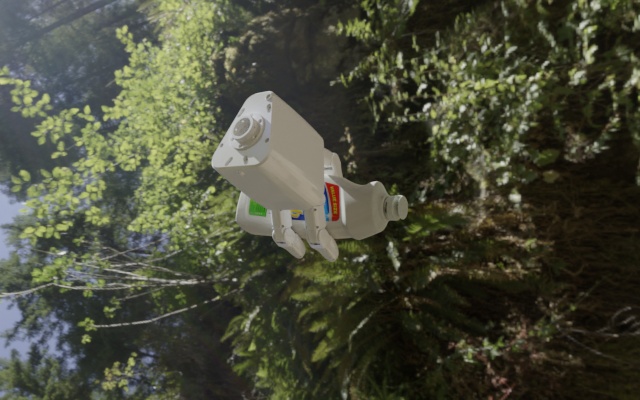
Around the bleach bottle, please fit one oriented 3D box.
[{"bbox_3d":[0.000,0.002,0.656,0.251,0.102,0.068,-1,-24,35],"label":"bleach bottle"}]
